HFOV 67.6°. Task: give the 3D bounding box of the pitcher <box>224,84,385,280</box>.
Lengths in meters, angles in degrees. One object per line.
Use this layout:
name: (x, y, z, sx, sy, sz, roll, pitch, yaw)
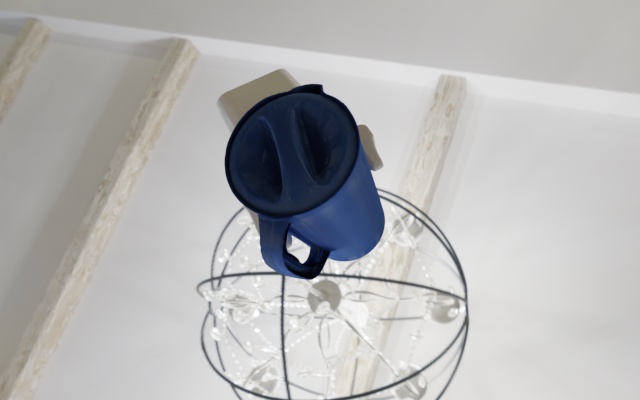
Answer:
pitcher: (0.000, 0.002, 0.542, 0.149, 0.145, 0.243, -37, -27, 1)
